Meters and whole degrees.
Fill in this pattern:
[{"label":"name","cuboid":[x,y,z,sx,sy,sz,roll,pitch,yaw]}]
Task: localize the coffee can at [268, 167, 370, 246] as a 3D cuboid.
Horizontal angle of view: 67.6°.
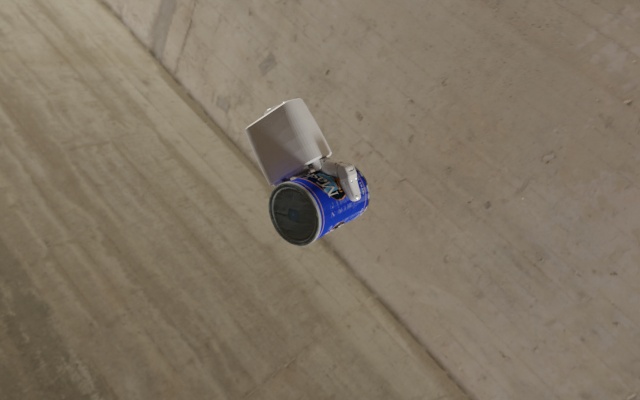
[{"label":"coffee can","cuboid":[0.000,0.003,0.779,0.103,0.103,0.140,0,17,40]}]
